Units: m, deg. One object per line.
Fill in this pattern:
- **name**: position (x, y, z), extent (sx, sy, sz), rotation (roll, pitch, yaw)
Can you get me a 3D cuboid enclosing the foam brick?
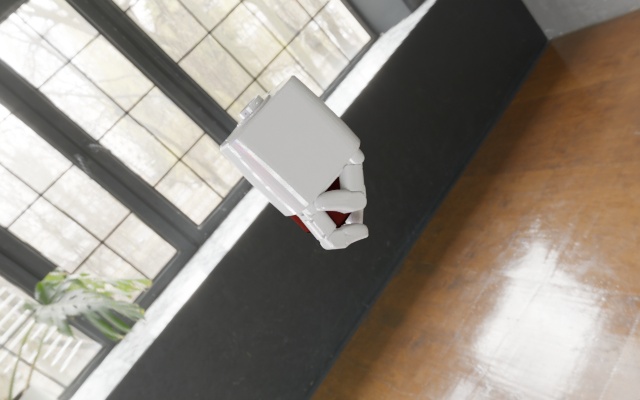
- **foam brick**: position (0.000, 0.002, 0.581), extent (0.051, 0.053, 0.078), rotation (44, -27, -19)
